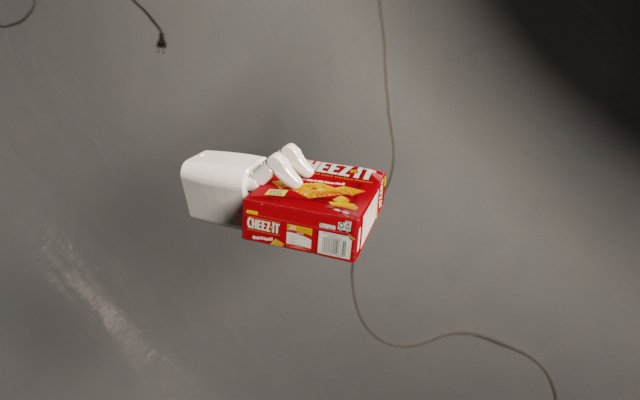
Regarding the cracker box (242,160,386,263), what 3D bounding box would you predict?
[{"bbox_3d":[0.000,0.003,0.721,0.164,0.072,0.213,10,23,14],"label":"cracker box"}]
